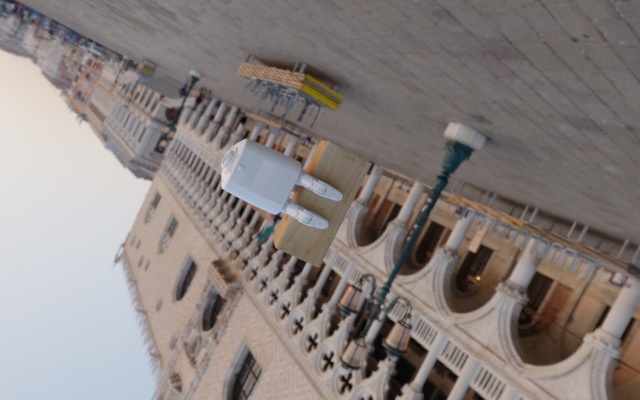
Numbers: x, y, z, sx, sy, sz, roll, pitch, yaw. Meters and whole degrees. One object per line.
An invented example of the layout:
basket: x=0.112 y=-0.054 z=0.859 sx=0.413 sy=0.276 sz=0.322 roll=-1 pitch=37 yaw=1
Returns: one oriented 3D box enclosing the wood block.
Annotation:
wood block: x=0.000 y=0.003 z=0.871 sx=0.090 sy=0.206 sz=0.091 roll=26 pitch=3 yaw=-11
